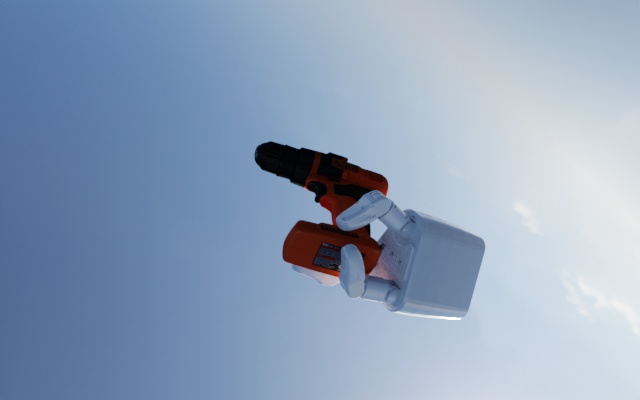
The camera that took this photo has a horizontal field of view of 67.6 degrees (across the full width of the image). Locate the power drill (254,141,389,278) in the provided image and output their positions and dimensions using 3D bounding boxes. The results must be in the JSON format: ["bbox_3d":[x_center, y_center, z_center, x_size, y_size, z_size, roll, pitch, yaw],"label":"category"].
[{"bbox_3d":[0.000,0.002,0.579,0.184,0.057,0.187,16,36,-9],"label":"power drill"}]
